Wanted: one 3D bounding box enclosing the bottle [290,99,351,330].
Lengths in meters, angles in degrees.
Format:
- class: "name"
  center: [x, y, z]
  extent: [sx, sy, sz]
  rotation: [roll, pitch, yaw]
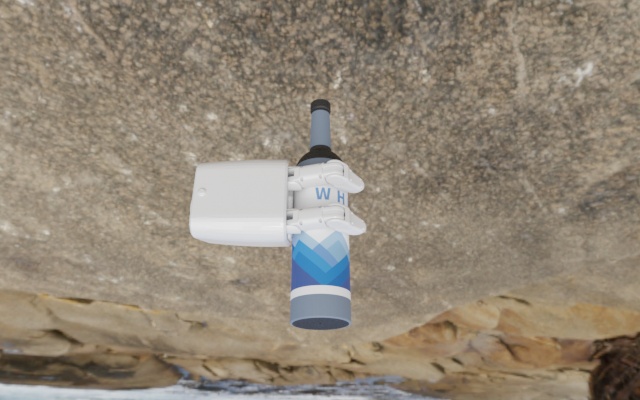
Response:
- class: "bottle"
  center: [0.000, 0.002, 0.581]
  extent: [0.069, 0.295, 0.069]
  rotation: [0, -27, 0]
